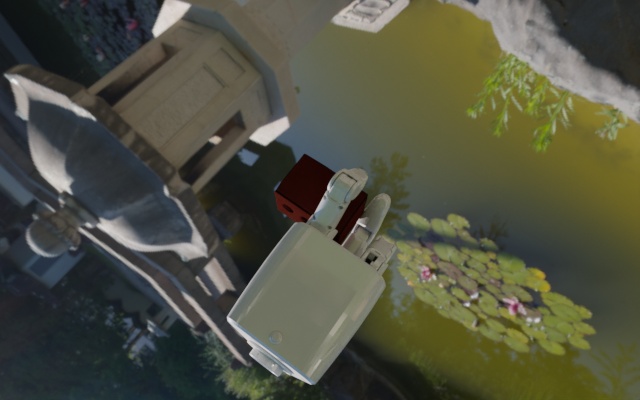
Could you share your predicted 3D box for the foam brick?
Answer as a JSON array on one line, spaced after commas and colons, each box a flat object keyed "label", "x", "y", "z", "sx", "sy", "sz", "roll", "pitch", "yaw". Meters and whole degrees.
[{"label": "foam brick", "x": 0.000, "y": 0.001, "z": 0.474, "sx": 0.078, "sy": 0.051, "sz": 0.053, "roll": 34, "pitch": -17, "yaw": 12}]
